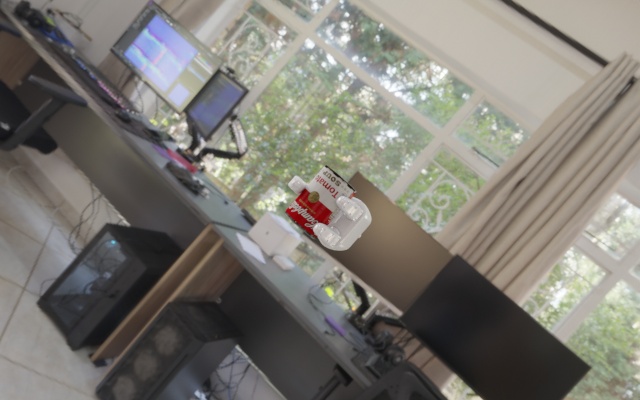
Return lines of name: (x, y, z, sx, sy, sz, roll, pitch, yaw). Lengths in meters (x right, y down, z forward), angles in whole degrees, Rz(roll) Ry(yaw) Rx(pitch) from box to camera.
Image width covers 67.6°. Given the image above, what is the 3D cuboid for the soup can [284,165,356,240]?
soup can: (0.000, 0.002, 0.762, 0.068, 0.102, 0.068, 41, 2, -1)
